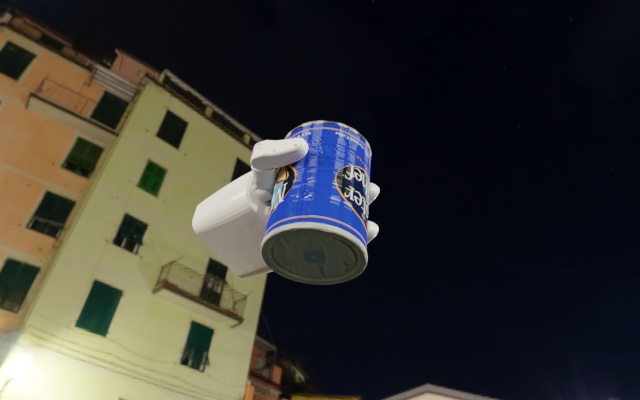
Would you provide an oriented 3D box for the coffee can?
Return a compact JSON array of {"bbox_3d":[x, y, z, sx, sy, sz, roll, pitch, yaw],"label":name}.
[{"bbox_3d":[0.000,0.002,0.498,0.103,0.140,0.103,4,-38,3],"label":"coffee can"}]
